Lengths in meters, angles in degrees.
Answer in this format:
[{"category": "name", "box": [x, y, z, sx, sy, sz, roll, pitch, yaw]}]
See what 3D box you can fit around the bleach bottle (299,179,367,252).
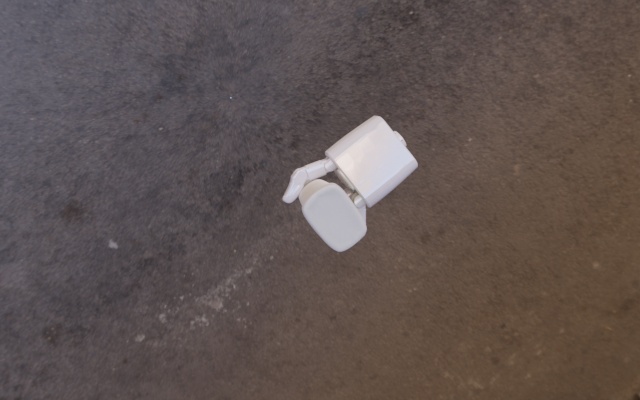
[{"category": "bleach bottle", "box": [0.000, 0.003, 0.793, 0.068, 0.102, 0.250, -38, 16, -1]}]
